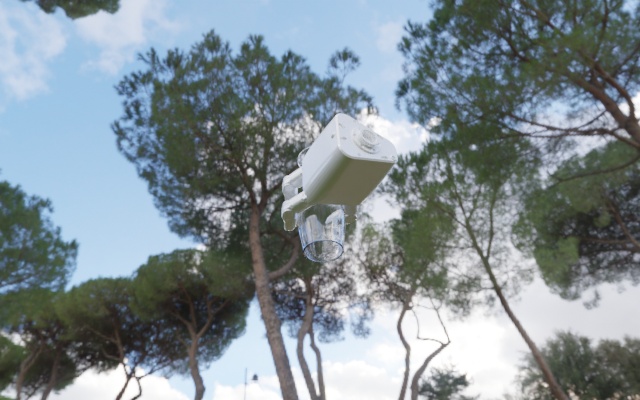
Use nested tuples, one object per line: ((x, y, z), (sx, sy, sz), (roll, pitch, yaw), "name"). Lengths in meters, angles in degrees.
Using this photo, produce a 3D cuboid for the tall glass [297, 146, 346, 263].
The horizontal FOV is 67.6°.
((0.000, 0.002, 0.792), (0.079, 0.200, 0.079), (-2, -40, -2), "tall glass")
